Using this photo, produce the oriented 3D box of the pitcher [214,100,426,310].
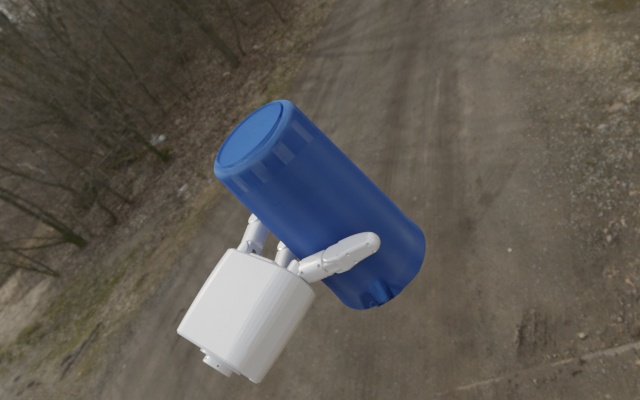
[{"bbox_3d":[0.000,0.002,0.545,0.149,0.145,0.243,0,-38,51],"label":"pitcher"}]
